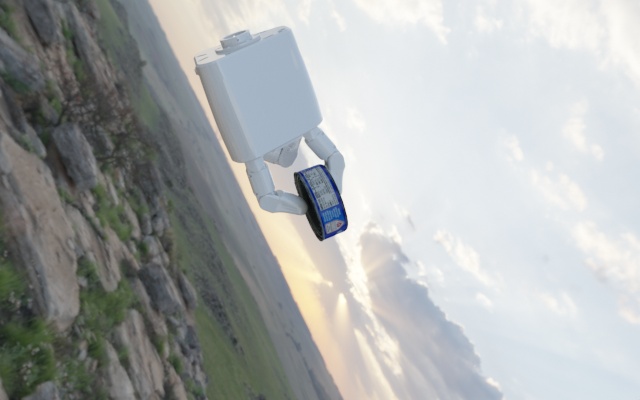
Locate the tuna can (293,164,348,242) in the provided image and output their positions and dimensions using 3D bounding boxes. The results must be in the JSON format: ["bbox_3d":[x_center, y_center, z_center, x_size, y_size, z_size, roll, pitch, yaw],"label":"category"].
[{"bbox_3d":[0.001,0.002,0.552,0.034,0.086,0.086,-21,4,-10],"label":"tuna can"}]
